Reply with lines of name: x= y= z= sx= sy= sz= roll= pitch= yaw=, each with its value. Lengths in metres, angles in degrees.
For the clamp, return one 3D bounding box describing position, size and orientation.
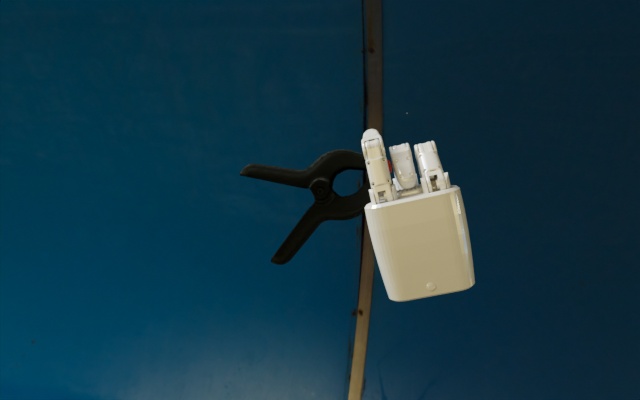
clamp: x=0.000 y=0.002 z=0.538 sx=0.171 sy=0.120 sz=0.039 roll=-12 pitch=3 yaw=12
